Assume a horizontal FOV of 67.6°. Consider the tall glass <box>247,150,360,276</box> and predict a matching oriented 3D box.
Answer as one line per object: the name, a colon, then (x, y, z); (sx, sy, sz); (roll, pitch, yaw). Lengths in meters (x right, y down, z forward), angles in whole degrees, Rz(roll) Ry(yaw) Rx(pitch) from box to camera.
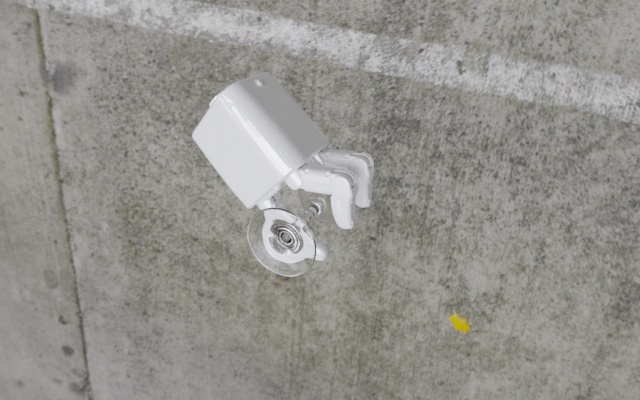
tall glass: (0.000, 0.002, 0.541); (0.079, 0.079, 0.201); (0, 23, 25)
